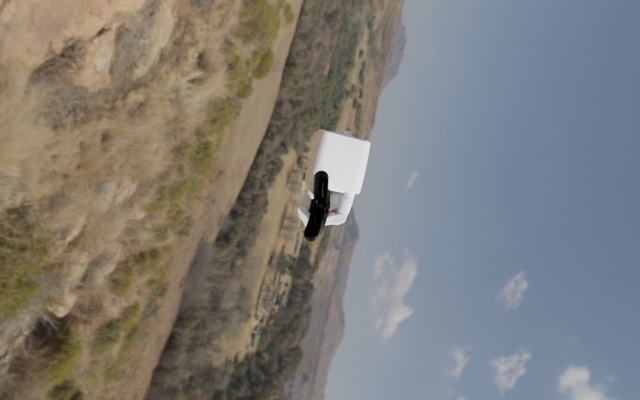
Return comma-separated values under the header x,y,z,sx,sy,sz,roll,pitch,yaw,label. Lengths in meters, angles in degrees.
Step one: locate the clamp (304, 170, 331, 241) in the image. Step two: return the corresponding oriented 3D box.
x,y,z,sx,sy,sz,roll,pitch,yaw,label
0.001,0.003,0.874,0.039,0.120,0.171,16,7,2,clamp
